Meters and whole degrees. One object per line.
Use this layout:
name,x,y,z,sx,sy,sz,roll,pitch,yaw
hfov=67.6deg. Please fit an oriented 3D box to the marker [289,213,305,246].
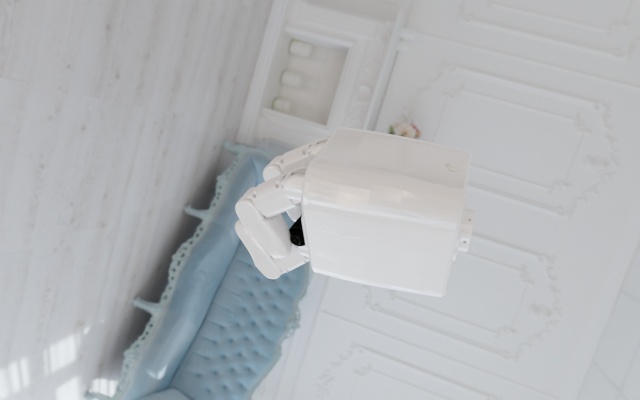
marker,0.000,0.001,0.420,0.020,0.020,0.121,0,30,22
